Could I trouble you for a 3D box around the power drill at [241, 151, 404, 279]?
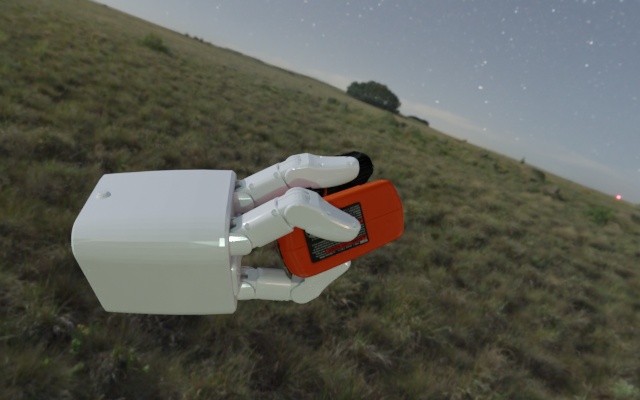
[{"bbox_3d":[0.000,0.002,0.456,0.184,0.057,0.187,-22,16,-16],"label":"power drill"}]
